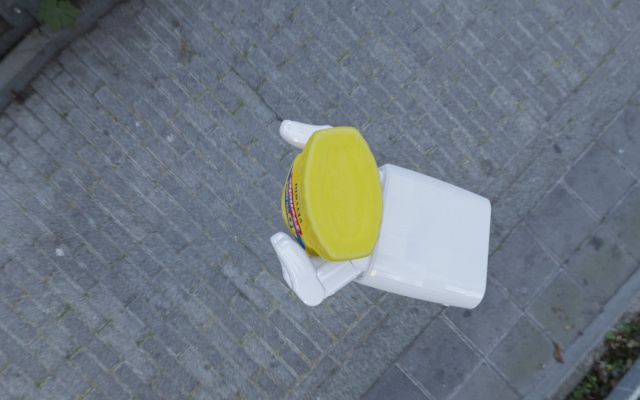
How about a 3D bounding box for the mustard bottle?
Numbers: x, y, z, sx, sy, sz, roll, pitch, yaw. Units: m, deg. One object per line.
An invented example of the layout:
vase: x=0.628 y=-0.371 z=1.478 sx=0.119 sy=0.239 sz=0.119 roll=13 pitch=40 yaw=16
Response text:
mustard bottle: x=0.000 y=0.001 z=0.423 sx=0.058 sy=0.096 sz=0.191 roll=-8 pitch=-3 yaw=-11
